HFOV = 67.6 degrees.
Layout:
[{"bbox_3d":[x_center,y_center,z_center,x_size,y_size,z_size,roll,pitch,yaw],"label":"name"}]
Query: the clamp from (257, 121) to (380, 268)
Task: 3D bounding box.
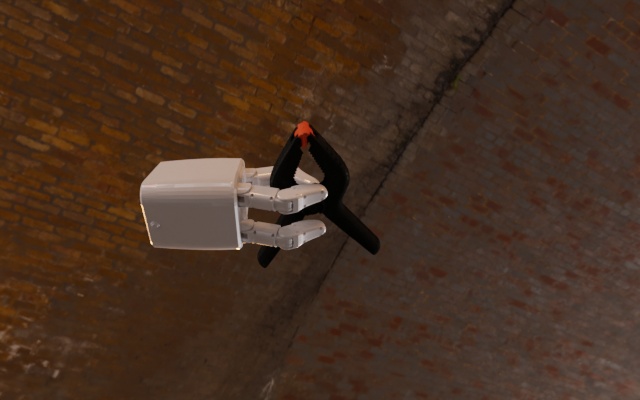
[{"bbox_3d":[0.000,0.001,0.589,0.164,0.210,0.036,-2,38,-5],"label":"clamp"}]
